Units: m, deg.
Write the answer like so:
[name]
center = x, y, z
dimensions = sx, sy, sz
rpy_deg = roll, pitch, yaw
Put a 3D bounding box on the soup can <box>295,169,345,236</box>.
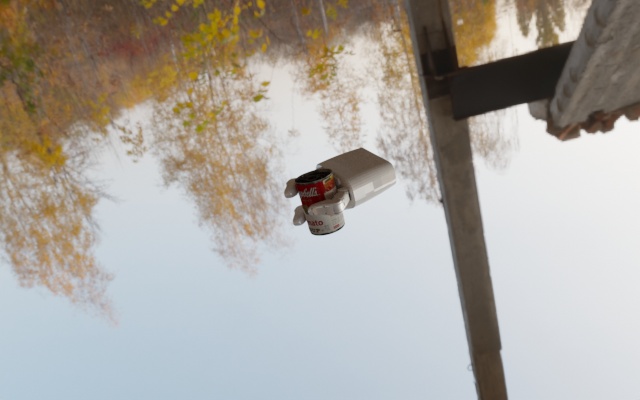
[soup can]
center = 0.000, 0.003, 0.846
dimensions = 0.068, 0.102, 0.068
rpy_deg = -13, 20, 5
